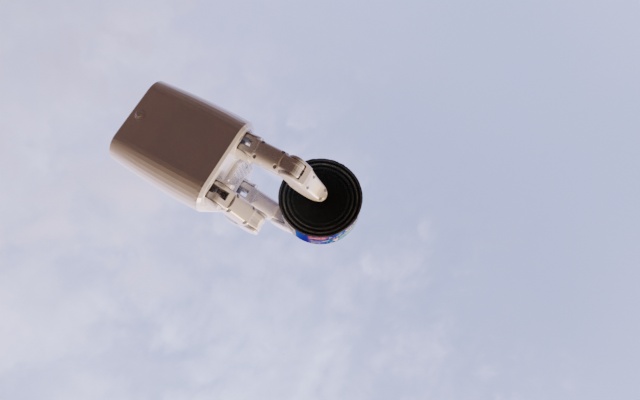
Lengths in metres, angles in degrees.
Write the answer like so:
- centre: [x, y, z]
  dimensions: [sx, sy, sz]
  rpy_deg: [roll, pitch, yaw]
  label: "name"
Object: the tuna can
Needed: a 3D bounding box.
- centre: [0.000, 0.002, 0.498]
  dimensions: [0.086, 0.086, 0.034]
  rpy_deg: [0, -20, 1]
  label: "tuna can"
